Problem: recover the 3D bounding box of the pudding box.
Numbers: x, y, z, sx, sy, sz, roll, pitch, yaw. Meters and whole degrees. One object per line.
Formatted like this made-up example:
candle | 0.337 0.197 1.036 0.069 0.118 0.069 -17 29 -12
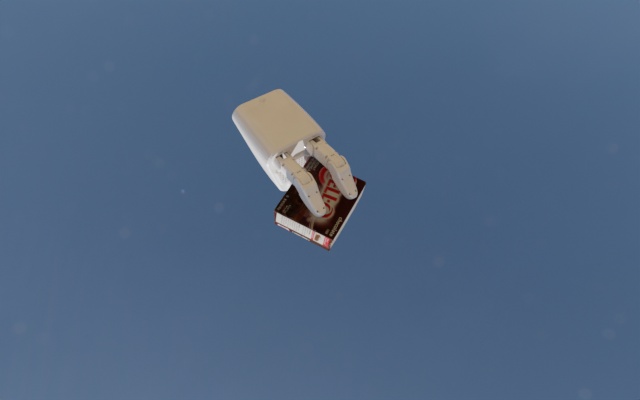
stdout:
pudding box | 0.000 0.002 0.663 0.090 0.113 0.039 25 -31 10
